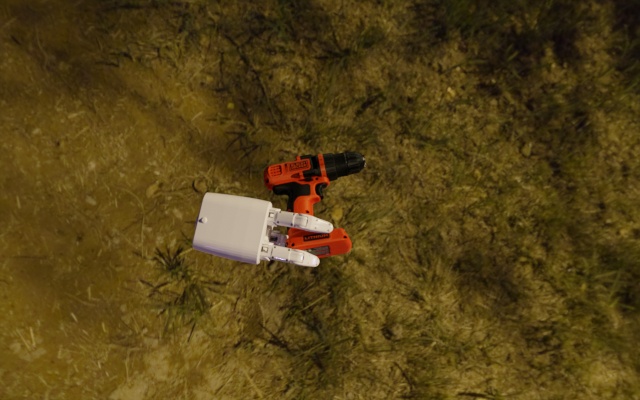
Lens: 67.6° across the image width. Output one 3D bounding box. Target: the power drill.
[{"bbox_3d":[0.000,0.003,0.817,0.184,0.187,0.057,-11,-33,2],"label":"power drill"}]
